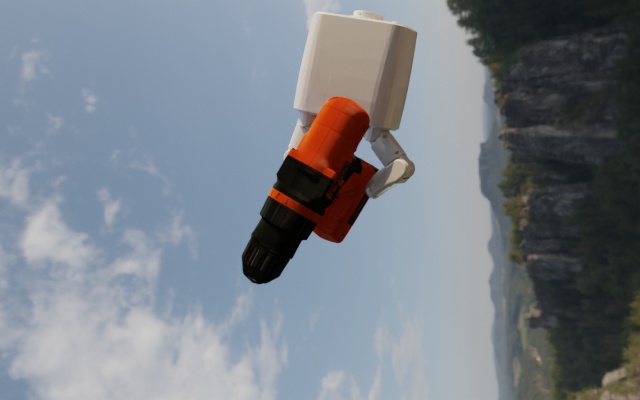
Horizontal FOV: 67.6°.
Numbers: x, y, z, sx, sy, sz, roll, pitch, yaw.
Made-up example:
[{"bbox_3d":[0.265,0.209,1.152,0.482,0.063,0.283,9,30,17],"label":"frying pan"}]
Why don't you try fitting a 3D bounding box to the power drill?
[{"bbox_3d":[0.000,0.001,0.494,0.057,0.184,0.188,31,0,13],"label":"power drill"}]
